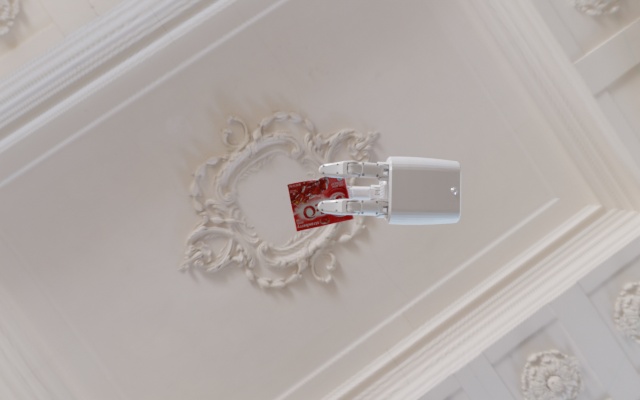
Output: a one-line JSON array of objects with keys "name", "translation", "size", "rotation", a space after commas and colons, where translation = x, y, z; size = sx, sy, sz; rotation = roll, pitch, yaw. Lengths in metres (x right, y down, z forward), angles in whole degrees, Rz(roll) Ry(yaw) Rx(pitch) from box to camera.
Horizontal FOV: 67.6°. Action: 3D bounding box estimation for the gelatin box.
[{"name": "gelatin box", "translation": [0.000, 0.002, 0.724], "size": [0.089, 0.073, 0.030], "rotation": [-12, 0, 2]}]
